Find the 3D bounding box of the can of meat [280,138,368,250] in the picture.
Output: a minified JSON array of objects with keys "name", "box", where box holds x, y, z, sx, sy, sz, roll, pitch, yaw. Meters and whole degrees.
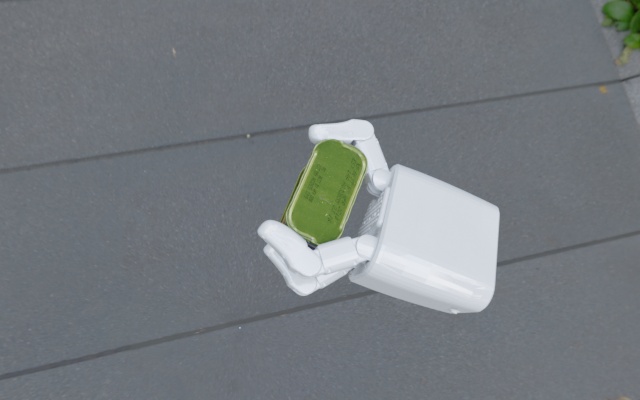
[{"name":"can of meat","box":[0.000,0.001,0.447,0.057,0.102,0.084,23,-17,-3]}]
